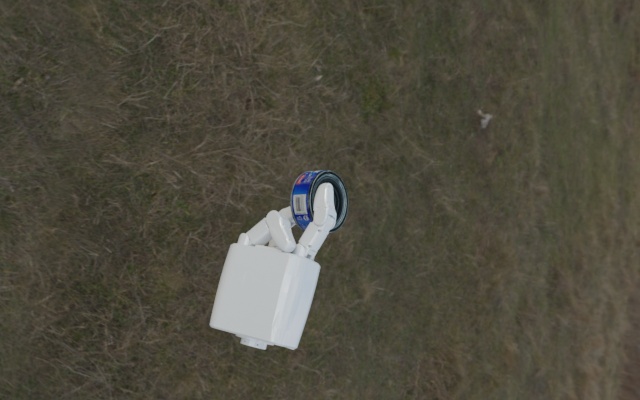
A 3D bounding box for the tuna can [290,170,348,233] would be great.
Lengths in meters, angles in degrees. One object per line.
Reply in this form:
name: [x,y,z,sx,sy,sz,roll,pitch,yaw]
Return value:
tuna can: [0.001,0.002,0.638,0.034,0.086,0.086,-3,-2,39]
